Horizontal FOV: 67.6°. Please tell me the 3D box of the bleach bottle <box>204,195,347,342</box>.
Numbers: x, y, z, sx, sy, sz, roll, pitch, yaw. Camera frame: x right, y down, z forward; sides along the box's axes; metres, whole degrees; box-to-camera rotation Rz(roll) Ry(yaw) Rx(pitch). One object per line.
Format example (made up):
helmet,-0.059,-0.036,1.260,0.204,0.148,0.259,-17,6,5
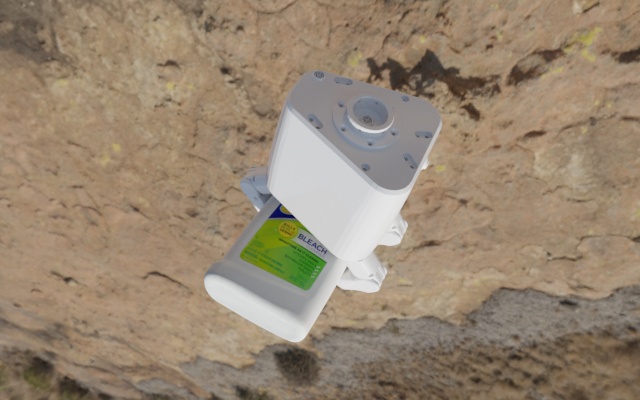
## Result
bleach bottle,0.000,0.002,0.462,0.102,0.250,0.068,28,-31,5
